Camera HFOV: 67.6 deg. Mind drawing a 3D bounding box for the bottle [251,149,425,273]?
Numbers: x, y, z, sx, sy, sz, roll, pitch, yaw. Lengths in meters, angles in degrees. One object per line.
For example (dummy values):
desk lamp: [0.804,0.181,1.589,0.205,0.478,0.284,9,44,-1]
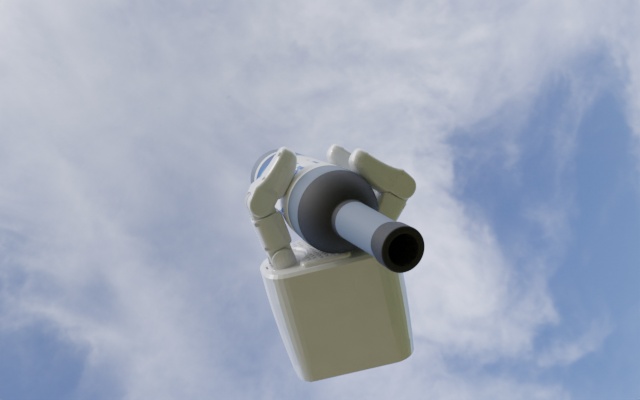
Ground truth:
bottle: [0.000,0.001,0.402,0.069,0.069,0.295,0,10,-19]
